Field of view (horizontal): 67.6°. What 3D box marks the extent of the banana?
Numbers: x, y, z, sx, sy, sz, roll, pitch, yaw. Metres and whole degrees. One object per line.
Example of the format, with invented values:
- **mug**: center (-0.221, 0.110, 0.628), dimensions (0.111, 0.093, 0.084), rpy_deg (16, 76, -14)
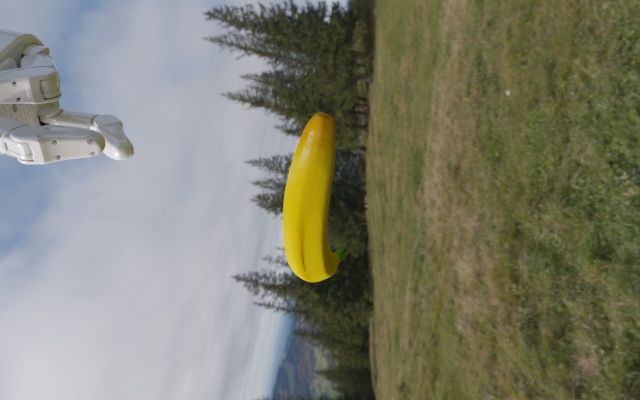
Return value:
- **banana**: center (-0.006, 0.018, 0.397), dimensions (0.037, 0.069, 0.198), rpy_deg (15, -34, 15)
